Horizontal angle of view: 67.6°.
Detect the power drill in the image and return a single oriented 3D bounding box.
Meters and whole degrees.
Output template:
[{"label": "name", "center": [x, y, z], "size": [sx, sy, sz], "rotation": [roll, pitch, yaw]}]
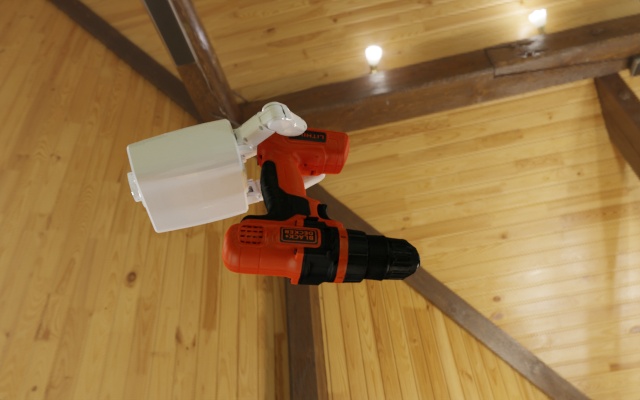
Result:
[{"label": "power drill", "center": [0.000, 0.001, 0.490], "size": [0.184, 0.057, 0.187], "rotation": [6, 43, -9]}]
